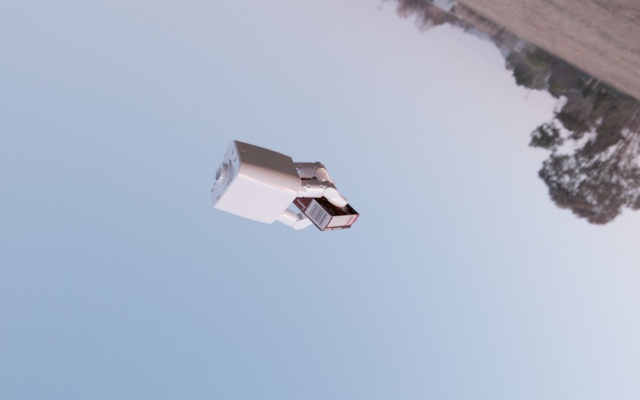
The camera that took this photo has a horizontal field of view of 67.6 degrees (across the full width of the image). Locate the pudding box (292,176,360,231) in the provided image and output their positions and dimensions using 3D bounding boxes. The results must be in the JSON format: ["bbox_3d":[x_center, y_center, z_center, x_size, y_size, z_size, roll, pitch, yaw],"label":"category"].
[{"bbox_3d":[0.000,0.003,0.827,0.113,0.039,0.090,47,26,25],"label":"pudding box"}]
